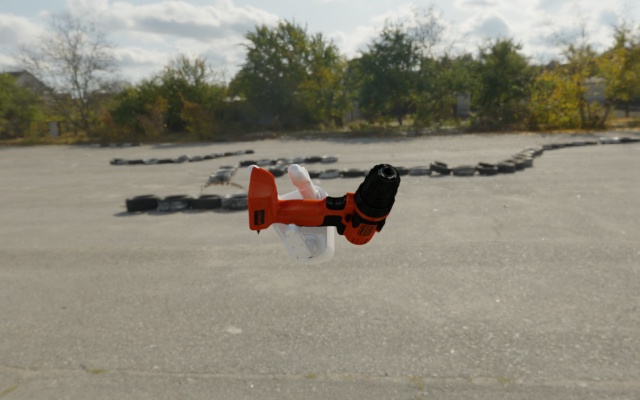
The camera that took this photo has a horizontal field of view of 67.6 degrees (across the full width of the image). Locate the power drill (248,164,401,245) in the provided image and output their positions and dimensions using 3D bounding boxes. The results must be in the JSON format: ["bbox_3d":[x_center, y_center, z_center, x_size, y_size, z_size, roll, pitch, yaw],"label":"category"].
[{"bbox_3d":[0.000,0.002,0.630,0.187,0.057,0.184,7,-30,-4],"label":"power drill"}]
